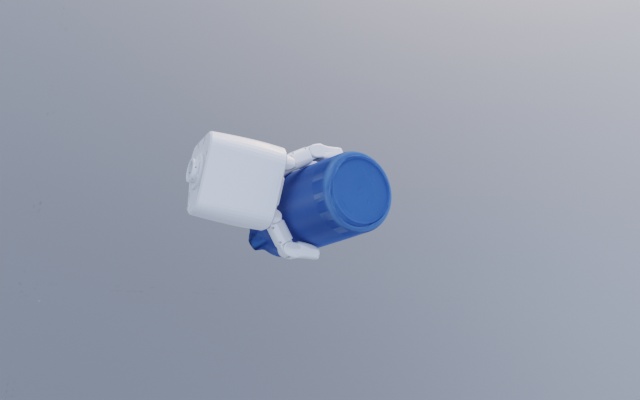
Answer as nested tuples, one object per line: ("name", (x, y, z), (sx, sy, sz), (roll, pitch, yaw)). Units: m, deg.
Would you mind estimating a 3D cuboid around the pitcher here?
("pitcher", (0.000, 0.002, 0.714), (0.145, 0.149, 0.243), (14, -17, -27))
